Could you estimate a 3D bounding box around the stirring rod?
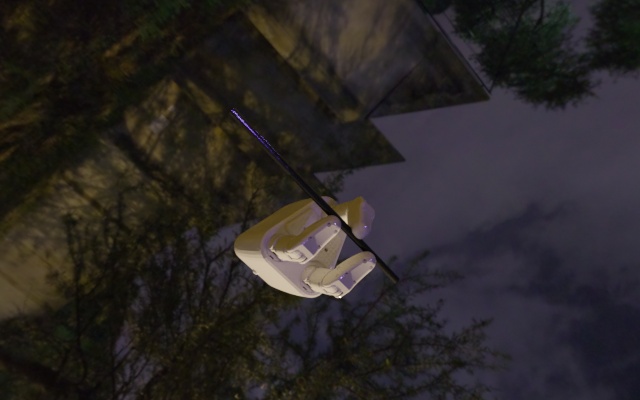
[{"bbox_3d":[0.000,0.001,0.465,0.239,0.011,0.011,46,-18,-18],"label":"stirring rod"}]
